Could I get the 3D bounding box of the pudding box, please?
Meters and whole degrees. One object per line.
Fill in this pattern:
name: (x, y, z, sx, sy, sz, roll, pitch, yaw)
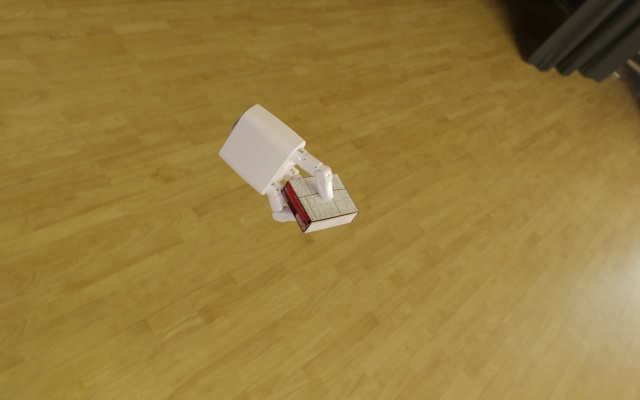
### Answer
pudding box: (0.000, 0.003, 0.821, 0.113, 0.090, 0.039, -11, -28, -37)
